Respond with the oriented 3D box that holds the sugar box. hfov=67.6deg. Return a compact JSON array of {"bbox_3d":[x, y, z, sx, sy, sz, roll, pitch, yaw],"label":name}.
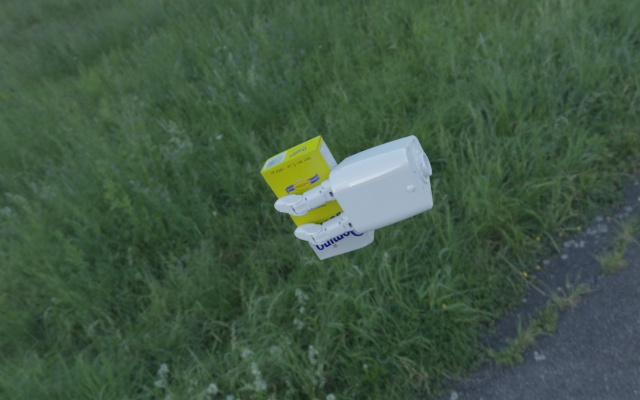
[{"bbox_3d":[0.000,0.002,0.691,0.093,0.176,0.048,-21,27,23],"label":"sugar box"}]
